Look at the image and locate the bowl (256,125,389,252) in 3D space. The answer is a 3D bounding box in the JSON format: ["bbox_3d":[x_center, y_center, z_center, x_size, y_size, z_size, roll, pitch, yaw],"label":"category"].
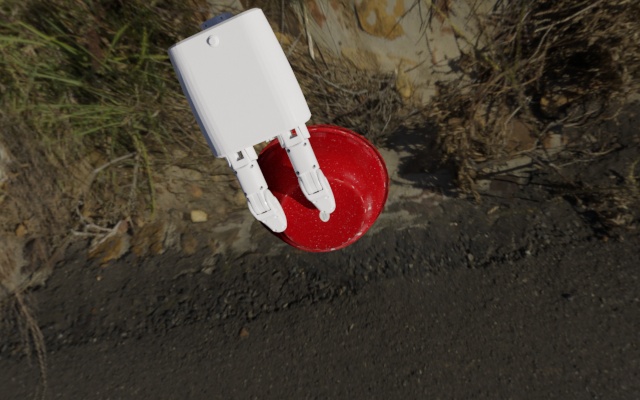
[{"bbox_3d":[0.001,0.003,0.524,0.162,0.162,0.055,0,32,-5],"label":"bowl"}]
